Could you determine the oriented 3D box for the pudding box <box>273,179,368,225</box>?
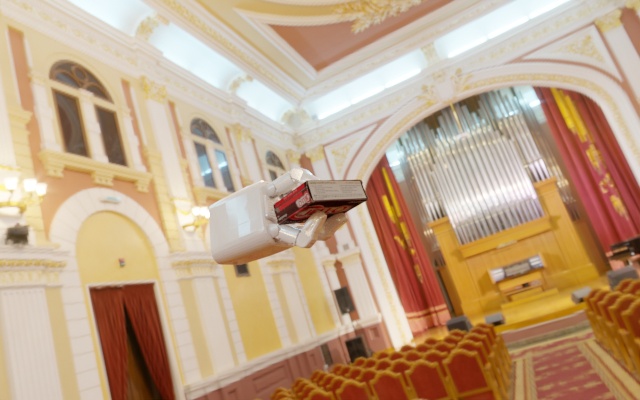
[{"bbox_3d":[0.000,0.002,0.713,0.113,0.039,0.090,-5,-18,-41],"label":"pudding box"}]
